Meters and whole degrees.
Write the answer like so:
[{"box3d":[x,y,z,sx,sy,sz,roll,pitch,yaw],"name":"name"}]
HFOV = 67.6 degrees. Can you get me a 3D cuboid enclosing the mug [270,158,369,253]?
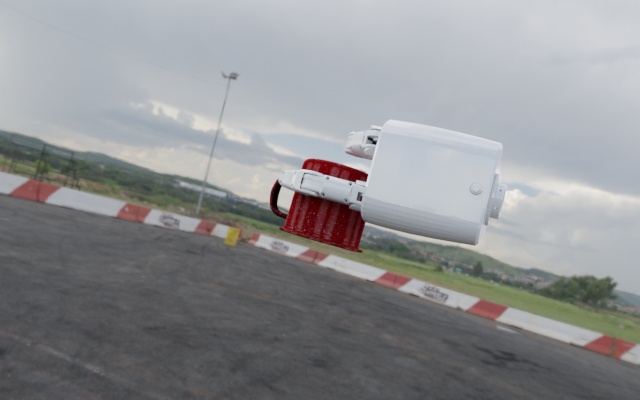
[{"box3d":[-0.001,0.001,0.517,0.117,0.081,0.093,15,-3,22],"name":"mug"}]
